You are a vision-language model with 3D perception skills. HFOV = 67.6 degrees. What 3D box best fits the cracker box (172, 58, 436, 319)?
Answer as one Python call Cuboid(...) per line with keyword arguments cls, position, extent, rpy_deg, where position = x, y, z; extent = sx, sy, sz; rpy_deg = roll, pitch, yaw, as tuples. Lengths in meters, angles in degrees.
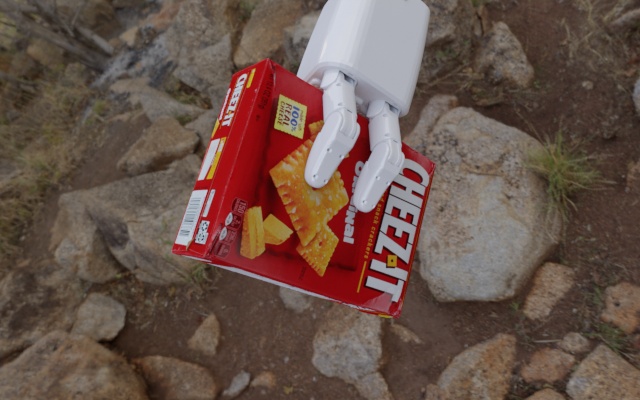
Cuboid(cls="cracker box", position=(0.000, 0.001, 0.431), extent=(0.214, 0.164, 0.072), rpy_deg=(24, -14, -33))
